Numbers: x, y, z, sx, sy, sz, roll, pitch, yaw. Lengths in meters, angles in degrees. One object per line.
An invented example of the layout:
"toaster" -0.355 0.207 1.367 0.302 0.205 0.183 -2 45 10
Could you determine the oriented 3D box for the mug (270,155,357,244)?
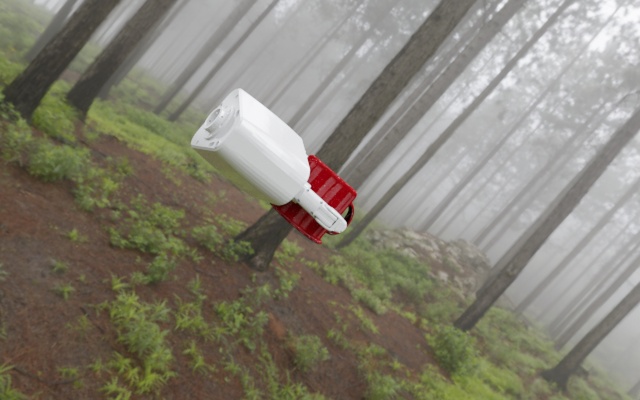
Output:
"mug" 0.001 0.003 0.620 0.117 0.081 0.093 39 4 -33
